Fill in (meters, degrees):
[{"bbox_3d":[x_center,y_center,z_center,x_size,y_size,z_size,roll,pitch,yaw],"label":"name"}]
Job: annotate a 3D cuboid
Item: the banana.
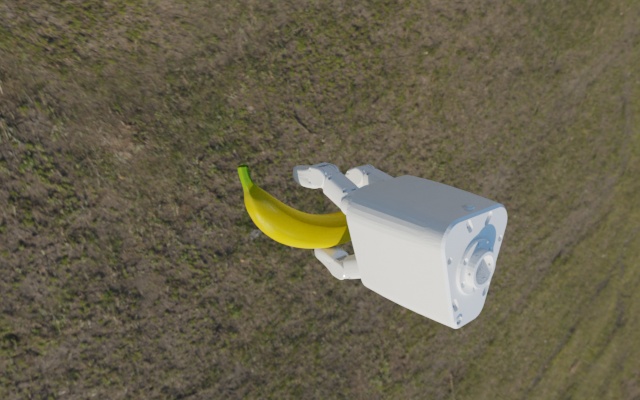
[{"bbox_3d":[-0.007,0.019,0.518,0.198,0.069,0.037,17,-4,-41],"label":"banana"}]
